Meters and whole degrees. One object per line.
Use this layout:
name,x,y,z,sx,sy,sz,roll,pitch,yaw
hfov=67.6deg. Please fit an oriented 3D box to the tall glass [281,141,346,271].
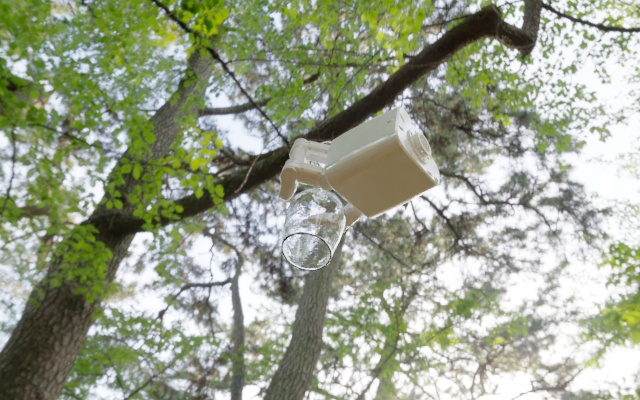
tall glass,0.000,0.002,0.646,0.079,0.079,0.201,0,37,13
